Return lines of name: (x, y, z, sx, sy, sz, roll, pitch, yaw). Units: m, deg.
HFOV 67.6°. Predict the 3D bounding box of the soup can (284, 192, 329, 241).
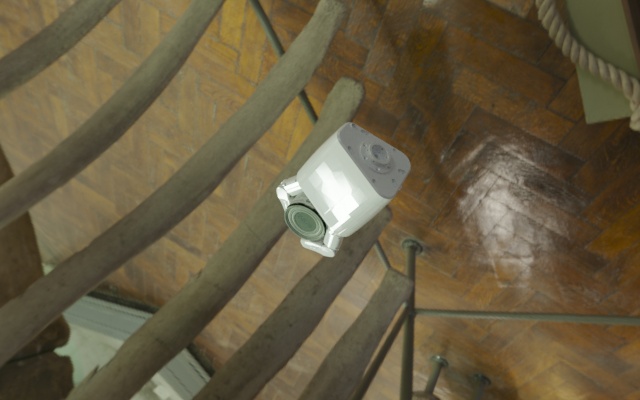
soup can: (0.000, 0.003, 0.701, 0.068, 0.068, 0.102, 0, 36, 34)
